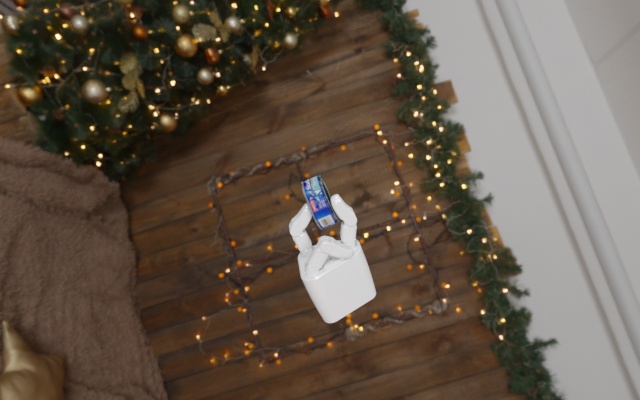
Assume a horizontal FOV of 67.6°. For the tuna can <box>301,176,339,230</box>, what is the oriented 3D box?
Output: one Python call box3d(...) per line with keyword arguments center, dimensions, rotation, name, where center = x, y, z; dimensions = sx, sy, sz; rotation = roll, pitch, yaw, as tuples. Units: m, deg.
box3d(center=(0.001, 0.002, 0.790), dimensions=(0.034, 0.086, 0.086), rotation=(-22, -3, 6), name="tuna can")
